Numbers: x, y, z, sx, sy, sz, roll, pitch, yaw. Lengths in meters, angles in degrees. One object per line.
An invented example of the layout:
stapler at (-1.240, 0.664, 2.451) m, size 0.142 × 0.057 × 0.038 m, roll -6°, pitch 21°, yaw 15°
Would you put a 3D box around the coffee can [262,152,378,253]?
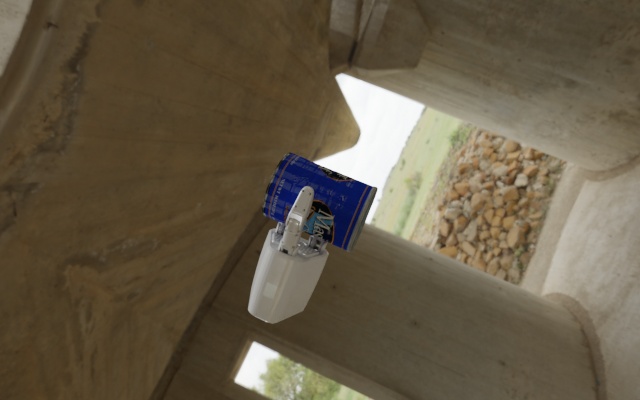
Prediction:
coffee can at (0.000, 0.002, 0.699) m, size 0.140 × 0.103 × 0.103 m, roll 23°, pitch 3°, yaw 8°
